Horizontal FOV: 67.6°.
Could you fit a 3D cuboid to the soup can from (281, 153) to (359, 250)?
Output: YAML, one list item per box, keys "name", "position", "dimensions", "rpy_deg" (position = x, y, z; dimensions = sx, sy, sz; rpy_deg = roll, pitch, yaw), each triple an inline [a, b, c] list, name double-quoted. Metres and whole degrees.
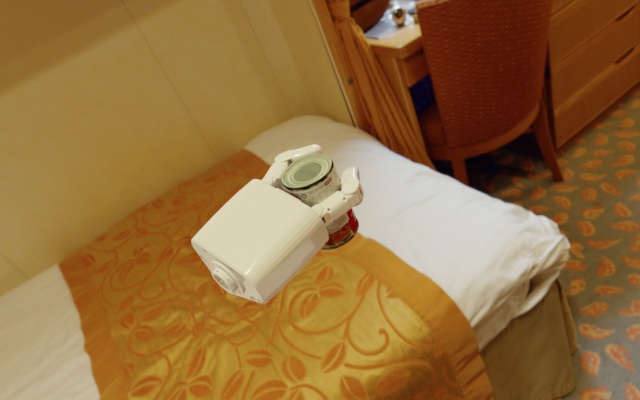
- name: "soup can"
  position: [0.000, 0.001, 0.589]
  dimensions: [0.068, 0.102, 0.068]
  rpy_deg: [-16, 36, 12]
